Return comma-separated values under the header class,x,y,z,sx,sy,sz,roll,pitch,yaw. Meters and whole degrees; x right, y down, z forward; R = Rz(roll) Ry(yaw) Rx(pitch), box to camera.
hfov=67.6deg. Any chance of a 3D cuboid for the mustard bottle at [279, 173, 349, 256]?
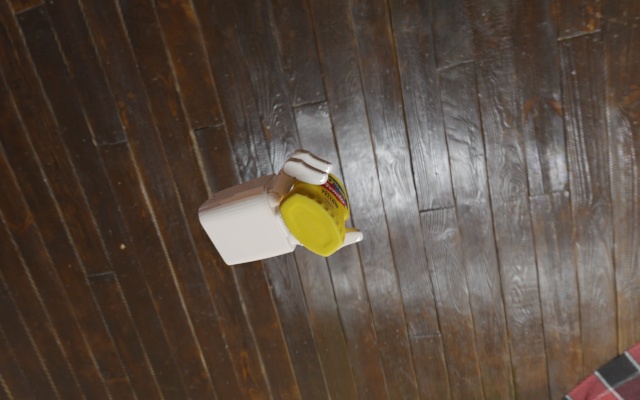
class,x,y,z,sx,sy,sz,roll,pitch,yaw
mustard bottle,0.000,0.002,0.689,0.058,0.096,0.191,-42,9,18
